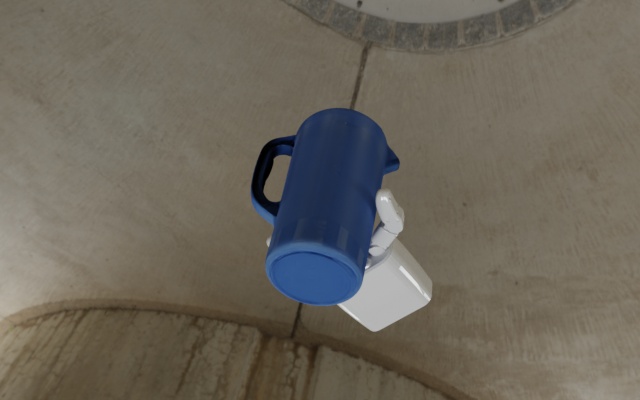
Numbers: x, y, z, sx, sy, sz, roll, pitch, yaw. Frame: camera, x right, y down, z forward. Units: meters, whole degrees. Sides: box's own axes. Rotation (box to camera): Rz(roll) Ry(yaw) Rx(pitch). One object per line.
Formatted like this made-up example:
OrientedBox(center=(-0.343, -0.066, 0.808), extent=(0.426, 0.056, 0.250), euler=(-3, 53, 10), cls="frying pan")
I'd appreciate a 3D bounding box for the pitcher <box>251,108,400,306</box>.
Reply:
OrientedBox(center=(0.000, 0.002, 0.595), extent=(0.149, 0.242, 0.145), euler=(-27, -58, 32), cls="pitcher")
